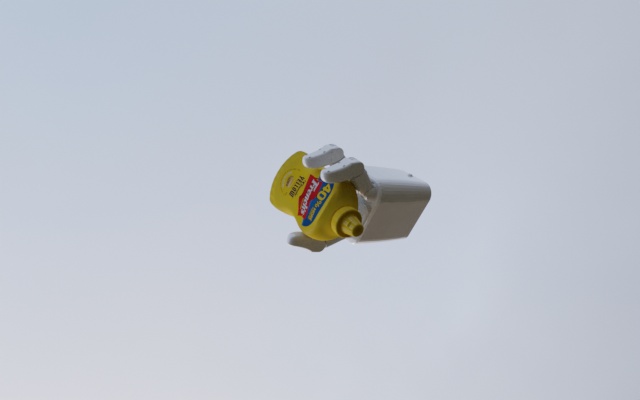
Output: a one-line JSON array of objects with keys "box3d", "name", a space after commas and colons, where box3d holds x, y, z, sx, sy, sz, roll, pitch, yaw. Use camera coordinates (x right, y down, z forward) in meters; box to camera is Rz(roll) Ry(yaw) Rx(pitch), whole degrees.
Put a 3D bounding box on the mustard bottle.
[{"box3d": [0.000, 0.002, 0.671, 0.058, 0.096, 0.191, 29, 5, -39], "name": "mustard bottle"}]
